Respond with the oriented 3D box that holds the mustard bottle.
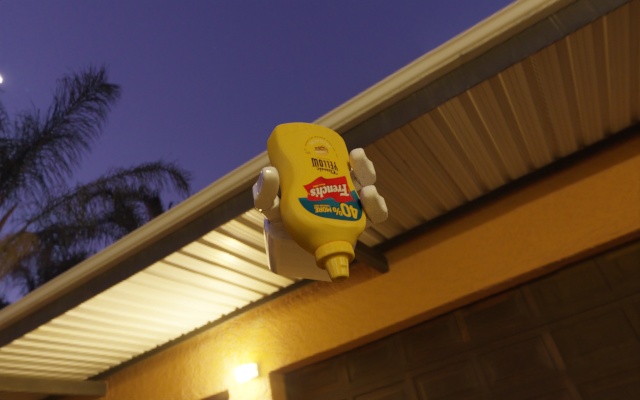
[{"bbox_3d":[0.000,0.001,0.531,0.096,0.191,0.058,8,-39,-30],"label":"mustard bottle"}]
